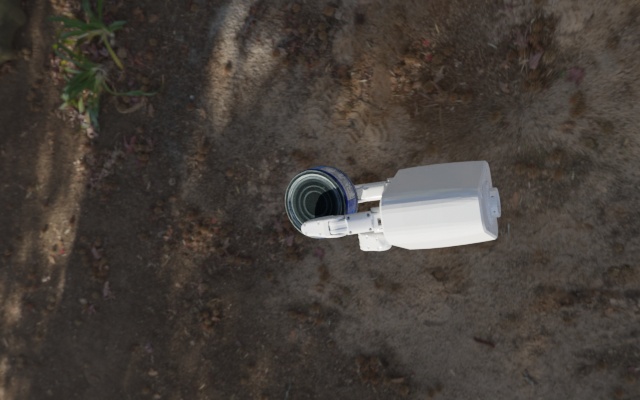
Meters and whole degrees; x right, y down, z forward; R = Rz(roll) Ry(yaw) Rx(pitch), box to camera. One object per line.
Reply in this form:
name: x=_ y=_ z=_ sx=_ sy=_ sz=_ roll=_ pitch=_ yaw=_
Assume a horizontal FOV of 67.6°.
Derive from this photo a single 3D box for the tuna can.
tuna can: x=0.000 y=0.002 z=0.579 sx=0.086 sy=0.086 sz=0.033 roll=0 pitch=11 yaw=29
